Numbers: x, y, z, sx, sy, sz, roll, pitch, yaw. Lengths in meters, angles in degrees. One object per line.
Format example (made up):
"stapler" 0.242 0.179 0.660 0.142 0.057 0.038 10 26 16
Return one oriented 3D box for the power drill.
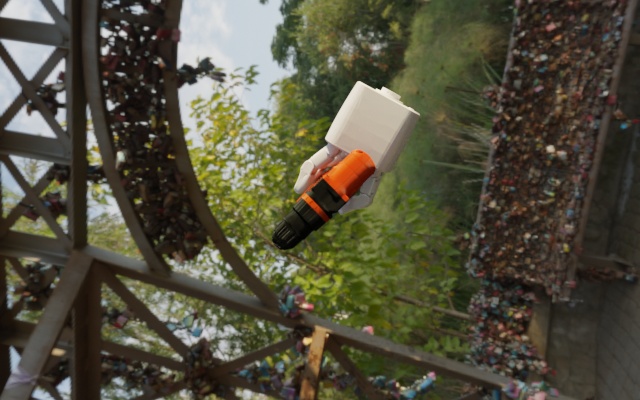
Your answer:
"power drill" 0.000 0.002 0.747 0.184 0.057 0.187 -42 3 -3
